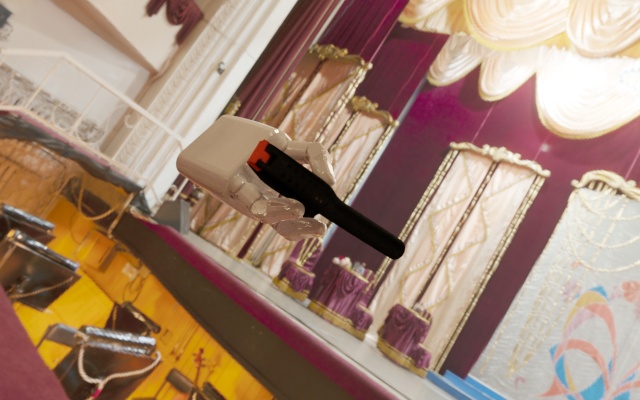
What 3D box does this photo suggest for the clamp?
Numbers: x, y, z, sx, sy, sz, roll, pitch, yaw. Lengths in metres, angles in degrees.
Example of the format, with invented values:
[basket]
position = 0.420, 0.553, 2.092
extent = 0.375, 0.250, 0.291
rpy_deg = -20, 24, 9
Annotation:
[clamp]
position = 0.000, 0.001, 0.535
extent = 0.164, 0.036, 0.210
rpy_deg = 22, -13, 36
